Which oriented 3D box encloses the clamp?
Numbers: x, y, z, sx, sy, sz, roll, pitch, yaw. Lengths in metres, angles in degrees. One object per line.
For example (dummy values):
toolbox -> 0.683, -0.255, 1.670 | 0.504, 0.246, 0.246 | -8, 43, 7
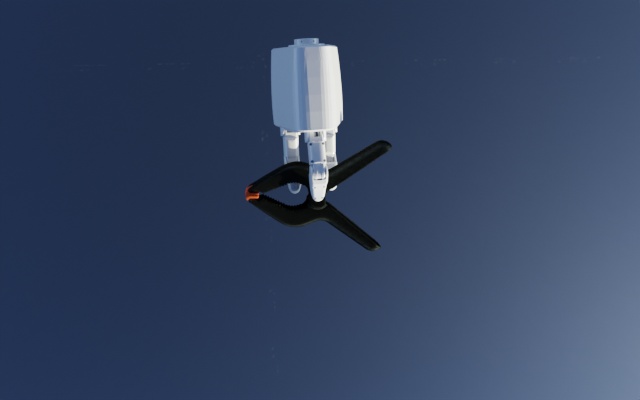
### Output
clamp -> 0.000, 0.002, 0.682 | 0.210, 0.164, 0.036 | -5, 16, -7
